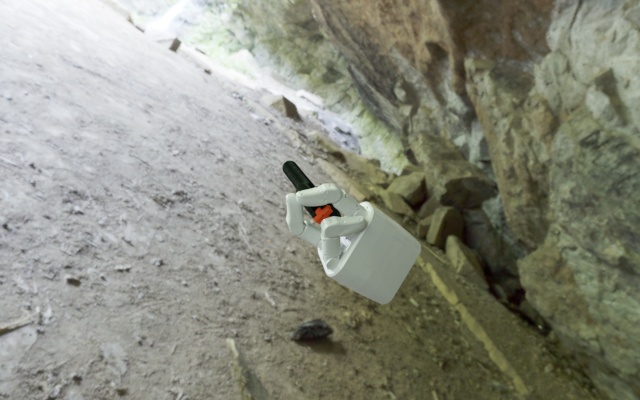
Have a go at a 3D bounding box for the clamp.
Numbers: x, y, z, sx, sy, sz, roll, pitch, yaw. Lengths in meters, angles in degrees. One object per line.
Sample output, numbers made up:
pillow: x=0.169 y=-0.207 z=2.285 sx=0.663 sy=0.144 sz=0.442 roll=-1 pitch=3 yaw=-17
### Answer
clamp: x=0.000 y=0.002 z=0.731 sx=0.120 sy=0.039 sz=0.171 roll=34 pitch=13 yaw=-24
